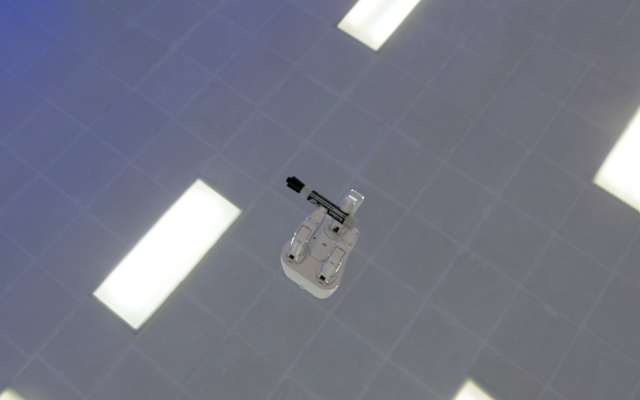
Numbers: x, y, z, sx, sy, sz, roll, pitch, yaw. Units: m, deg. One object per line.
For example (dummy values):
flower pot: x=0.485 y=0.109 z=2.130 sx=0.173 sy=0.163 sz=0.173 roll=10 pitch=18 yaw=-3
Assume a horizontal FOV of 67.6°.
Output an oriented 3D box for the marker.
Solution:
marker: x=0.000 y=0.002 z=0.695 sx=0.121 sy=0.020 sz=0.020 roll=35 pitch=6 yaw=9
